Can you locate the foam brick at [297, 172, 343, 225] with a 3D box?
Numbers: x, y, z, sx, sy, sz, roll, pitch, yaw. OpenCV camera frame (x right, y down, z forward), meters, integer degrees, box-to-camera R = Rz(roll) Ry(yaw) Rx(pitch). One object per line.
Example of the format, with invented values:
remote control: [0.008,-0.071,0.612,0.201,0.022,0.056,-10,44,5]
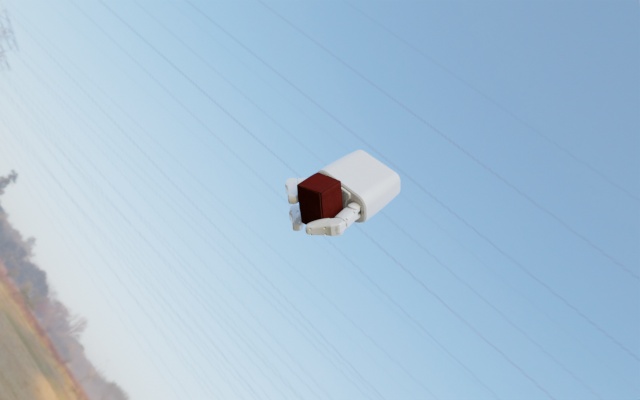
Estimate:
foam brick: [0.000,0.002,0.777,0.053,0.078,0.051,24,43,36]
